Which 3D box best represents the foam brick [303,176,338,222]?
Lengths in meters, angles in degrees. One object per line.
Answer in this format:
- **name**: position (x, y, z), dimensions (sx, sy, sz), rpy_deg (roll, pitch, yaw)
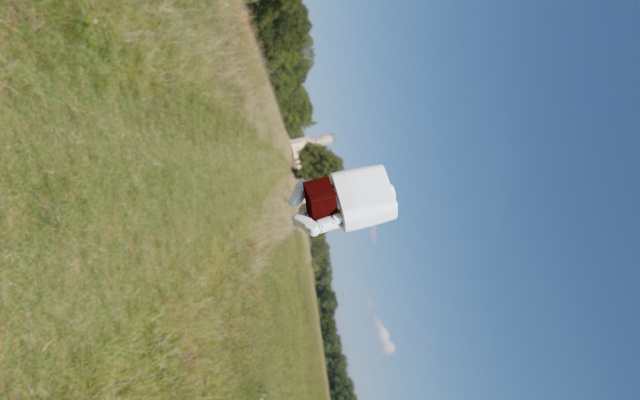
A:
- **foam brick**: position (0.000, 0.003, 0.891), dimensions (0.051, 0.053, 0.078), rpy_deg (-14, -43, -7)
